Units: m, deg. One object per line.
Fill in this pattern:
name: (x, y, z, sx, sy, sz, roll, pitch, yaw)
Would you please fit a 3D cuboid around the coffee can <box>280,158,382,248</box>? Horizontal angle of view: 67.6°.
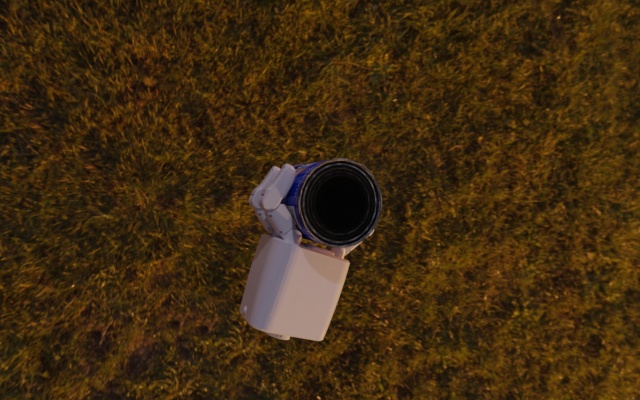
coffee can: (0.000, 0.002, 0.603, 0.103, 0.103, 0.140, 0, 1, -20)
